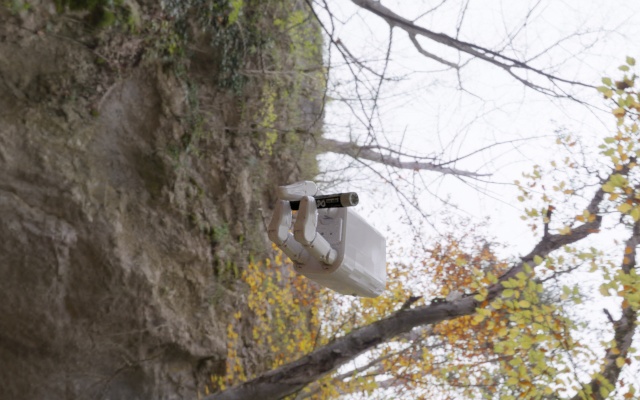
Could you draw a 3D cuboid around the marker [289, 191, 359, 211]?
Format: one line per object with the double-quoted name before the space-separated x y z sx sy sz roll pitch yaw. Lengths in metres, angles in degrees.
"marker" 0.000 0.002 0.623 0.020 0.020 0.121 0 -4 -43
